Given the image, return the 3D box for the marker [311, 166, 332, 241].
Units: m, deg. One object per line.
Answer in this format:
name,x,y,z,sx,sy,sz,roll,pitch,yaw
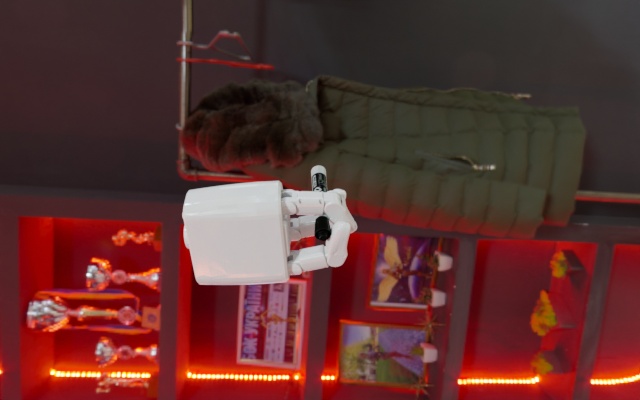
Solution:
marker,0.000,0.002,0.559,0.020,0.020,0.121,0,41,-4
